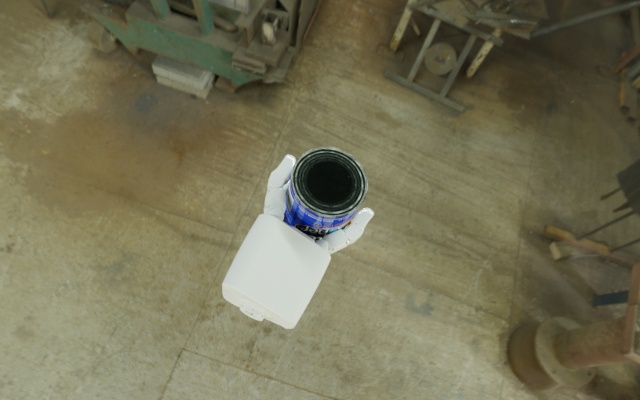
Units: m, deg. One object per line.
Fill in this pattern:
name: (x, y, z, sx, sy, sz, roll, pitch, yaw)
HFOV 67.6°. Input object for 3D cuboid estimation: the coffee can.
coffee can: (0.000, 0.002, 0.682, 0.103, 0.102, 0.140, 0, -24, -11)
